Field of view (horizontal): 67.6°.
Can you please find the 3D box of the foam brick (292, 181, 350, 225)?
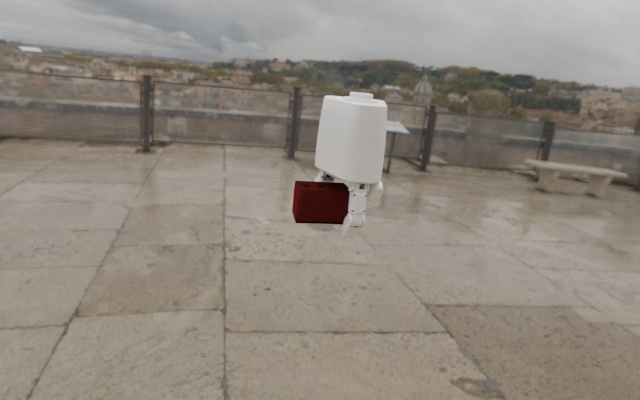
[{"bbox_3d":[0.000,0.002,0.705,0.078,0.051,0.053,2,18,-12],"label":"foam brick"}]
